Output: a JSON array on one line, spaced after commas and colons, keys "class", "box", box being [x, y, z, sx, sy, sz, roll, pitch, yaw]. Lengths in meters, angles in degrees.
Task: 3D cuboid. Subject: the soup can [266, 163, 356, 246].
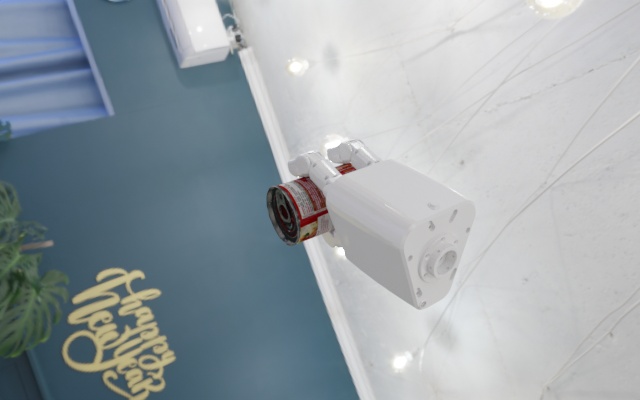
[{"class": "soup can", "box": [0.000, 0.002, 0.537, 0.102, 0.068, 0.068, -20, 10, -28]}]
